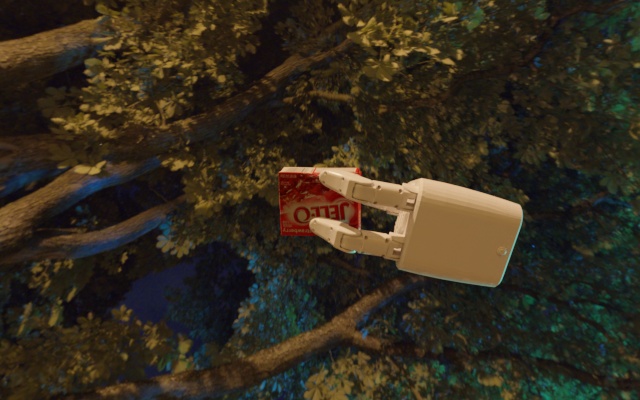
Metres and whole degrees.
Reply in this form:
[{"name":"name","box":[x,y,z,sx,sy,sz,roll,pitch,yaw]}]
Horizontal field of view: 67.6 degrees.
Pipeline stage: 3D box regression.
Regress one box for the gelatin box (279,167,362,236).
[{"name":"gelatin box","box":[0.000,0.002,0.528,0.089,0.073,0.030,1,16,9]}]
